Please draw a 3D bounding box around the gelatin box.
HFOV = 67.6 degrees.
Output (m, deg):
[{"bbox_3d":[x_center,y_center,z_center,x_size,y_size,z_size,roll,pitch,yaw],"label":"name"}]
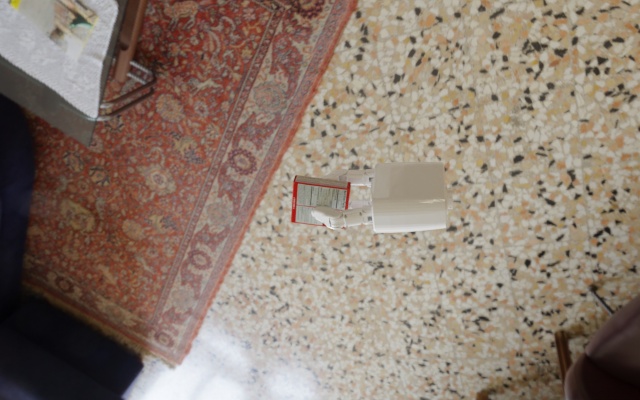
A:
[{"bbox_3d":[0.000,0.003,0.749,0.089,0.073,0.030,7,29,3],"label":"gelatin box"}]
